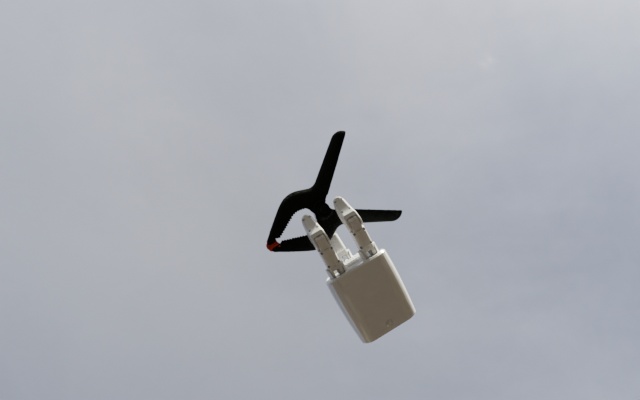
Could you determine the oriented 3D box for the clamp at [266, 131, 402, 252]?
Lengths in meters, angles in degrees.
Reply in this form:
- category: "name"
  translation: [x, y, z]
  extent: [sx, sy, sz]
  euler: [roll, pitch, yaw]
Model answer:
- category: "clamp"
  translation: [0.000, 0.003, 0.730]
  extent: [0.210, 0.164, 0.036]
  euler: [-29, 0, -8]
